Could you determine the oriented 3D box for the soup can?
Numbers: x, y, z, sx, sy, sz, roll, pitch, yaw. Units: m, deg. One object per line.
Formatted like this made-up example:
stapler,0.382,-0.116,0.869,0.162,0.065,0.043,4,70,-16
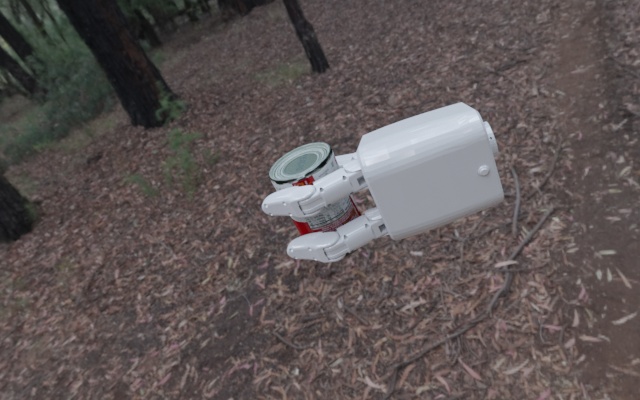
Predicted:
soup can,-0.001,0.001,0.481,0.068,0.102,0.068,-20,29,12
